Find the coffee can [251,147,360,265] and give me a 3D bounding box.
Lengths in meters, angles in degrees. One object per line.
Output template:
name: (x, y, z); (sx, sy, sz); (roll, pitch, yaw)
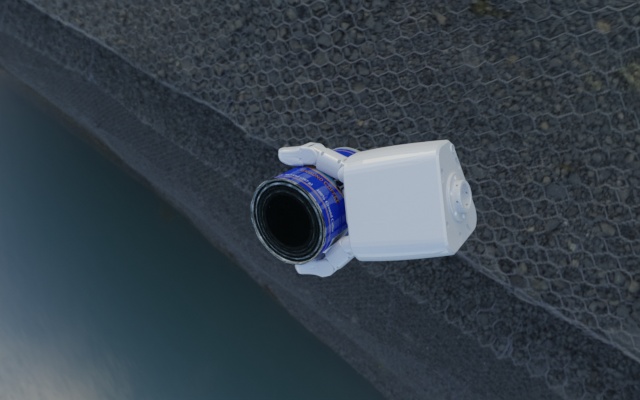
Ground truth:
coffee can: (0.000, 0.002, 0.577); (0.103, 0.103, 0.140); (0, 19, 35)
